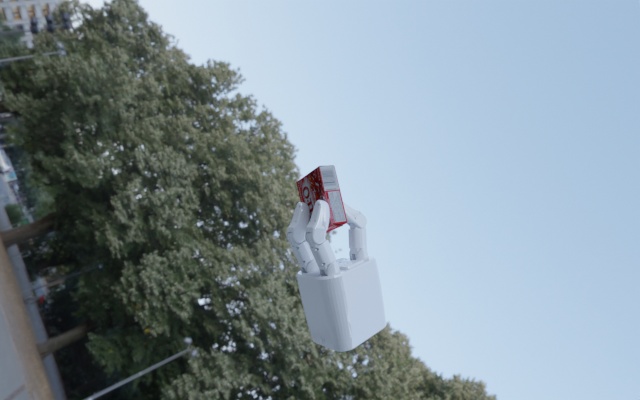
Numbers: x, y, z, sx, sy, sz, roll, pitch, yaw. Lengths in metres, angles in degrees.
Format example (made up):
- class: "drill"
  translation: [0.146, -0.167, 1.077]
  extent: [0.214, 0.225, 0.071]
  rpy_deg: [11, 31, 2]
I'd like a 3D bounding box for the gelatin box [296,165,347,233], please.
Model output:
- class: "gelatin box"
  translation: [0.000, 0.002, 0.691]
  extent: [0.030, 0.089, 0.073]
  rpy_deg: [-6, -13, -31]
